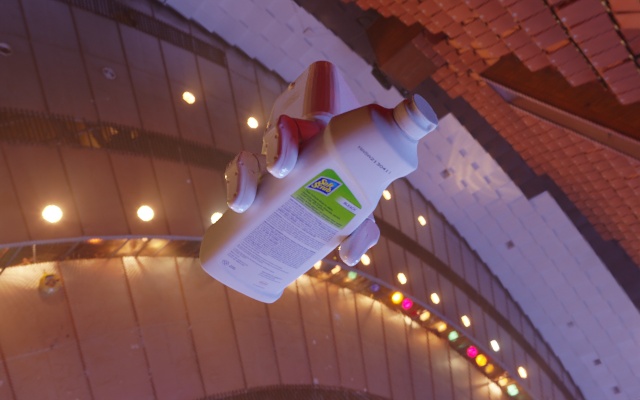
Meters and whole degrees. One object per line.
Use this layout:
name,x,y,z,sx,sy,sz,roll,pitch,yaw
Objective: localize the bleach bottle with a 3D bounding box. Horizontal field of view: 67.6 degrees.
bleach bottle,0.000,0.001,0.422,0.102,0.068,0.251,32,-52,-28
